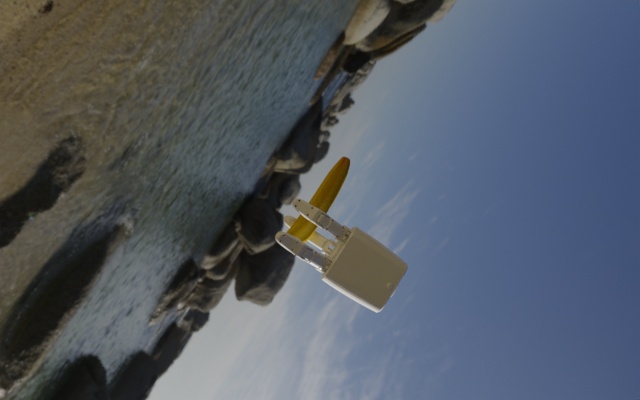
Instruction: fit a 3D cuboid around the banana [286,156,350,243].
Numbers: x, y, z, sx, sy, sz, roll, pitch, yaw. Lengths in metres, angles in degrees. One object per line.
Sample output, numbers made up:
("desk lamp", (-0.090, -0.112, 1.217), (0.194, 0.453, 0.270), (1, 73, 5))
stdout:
("banana", (-0.006, 0.012, 0.787), (0.037, 0.197, 0.070), (34, -27, 2))
